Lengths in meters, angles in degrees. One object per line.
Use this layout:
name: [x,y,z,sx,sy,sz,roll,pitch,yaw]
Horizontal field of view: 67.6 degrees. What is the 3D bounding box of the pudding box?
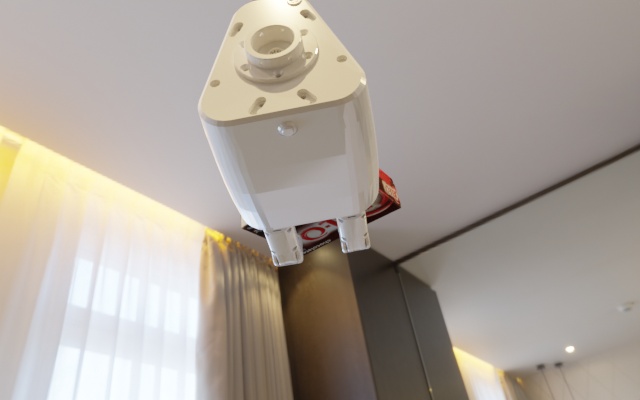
pudding box: [0.000,0.001,0.416,0.113,0.039,0.090,-27,-35,25]
